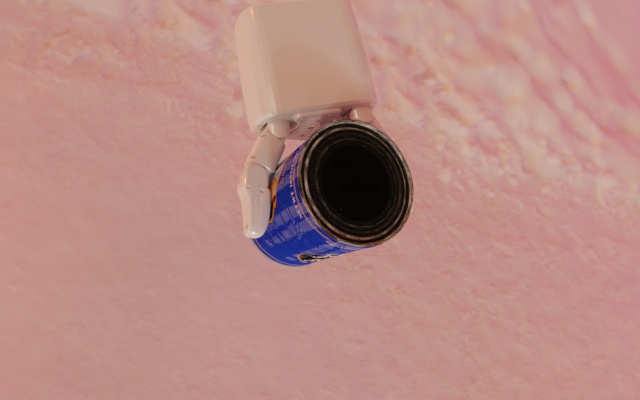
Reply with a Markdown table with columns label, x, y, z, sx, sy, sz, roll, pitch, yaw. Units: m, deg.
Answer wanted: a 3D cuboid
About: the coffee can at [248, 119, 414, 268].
| label | x | y | z | sx | sy | sz | roll | pitch | yaw |
| --- | --- | --- | --- | --- | --- | --- | --- | --- | --- |
| coffee can | 0.000 | 0.002 | 0.428 | 0.103 | 0.102 | 0.140 | 0 | -13 | -26 |
